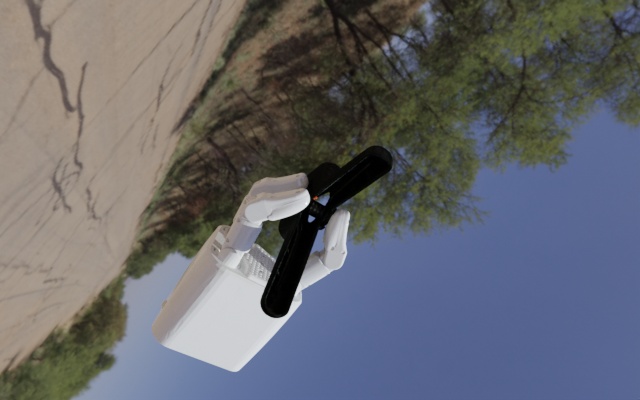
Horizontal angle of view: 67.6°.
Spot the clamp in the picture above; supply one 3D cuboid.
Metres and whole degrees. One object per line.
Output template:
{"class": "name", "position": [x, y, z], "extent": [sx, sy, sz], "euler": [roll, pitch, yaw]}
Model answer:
{"class": "clamp", "position": [0.001, 0.002, 0.464], "extent": [0.036, 0.164, 0.210], "euler": [35, 13, -12]}
